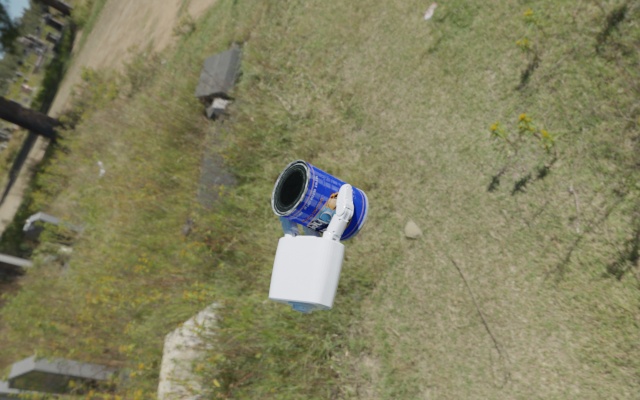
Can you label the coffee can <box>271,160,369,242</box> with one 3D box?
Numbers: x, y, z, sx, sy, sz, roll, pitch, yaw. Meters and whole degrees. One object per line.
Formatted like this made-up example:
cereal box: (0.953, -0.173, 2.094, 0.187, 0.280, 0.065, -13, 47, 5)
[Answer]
coffee can: (0.000, 0.003, 0.840, 0.140, 0.102, 0.103, 25, -15, -34)
